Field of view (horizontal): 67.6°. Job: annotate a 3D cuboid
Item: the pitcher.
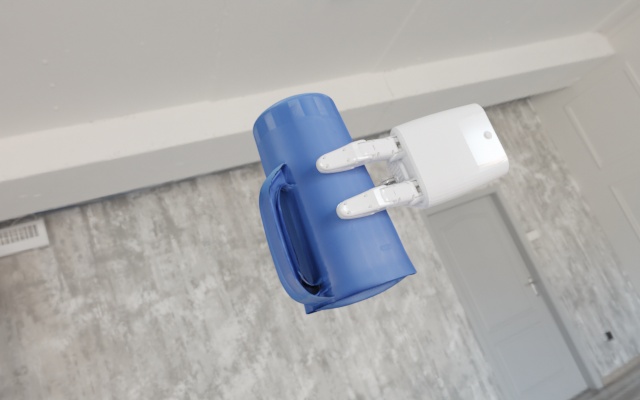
[{"bbox_3d":[0.000,0.002,0.554,0.145,0.242,0.149,-20,-13,-6],"label":"pitcher"}]
